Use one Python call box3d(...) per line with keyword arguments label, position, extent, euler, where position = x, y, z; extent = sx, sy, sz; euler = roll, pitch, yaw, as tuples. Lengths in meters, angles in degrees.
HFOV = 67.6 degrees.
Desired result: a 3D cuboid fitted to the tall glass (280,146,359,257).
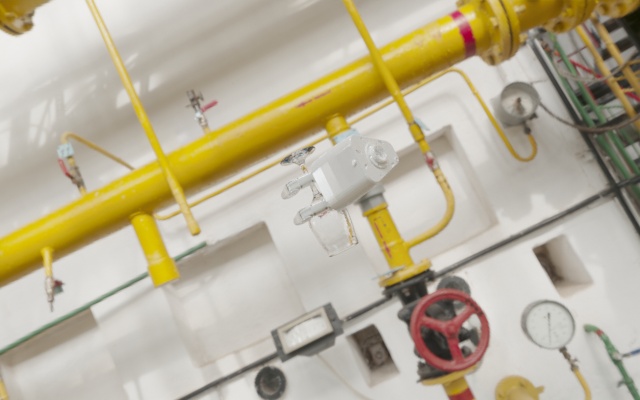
box3d(label="tall glass", position=(0.000, 0.002, 0.892), extent=(0.079, 0.201, 0.079), euler=(-25, -9, -4))
